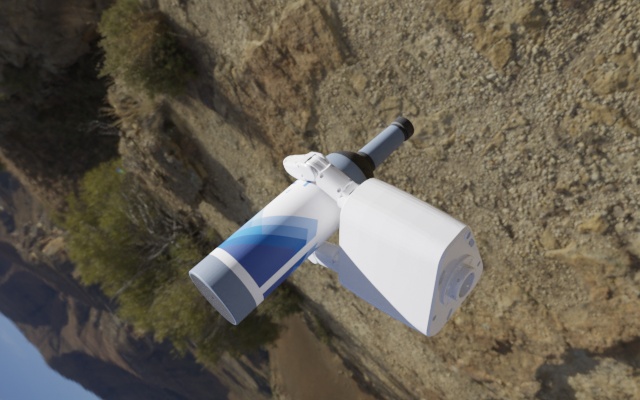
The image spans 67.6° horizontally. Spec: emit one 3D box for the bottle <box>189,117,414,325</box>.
[{"bbox_3d":[0.000,0.002,0.501,0.295,0.069,0.069,-42,20,-24],"label":"bottle"}]
